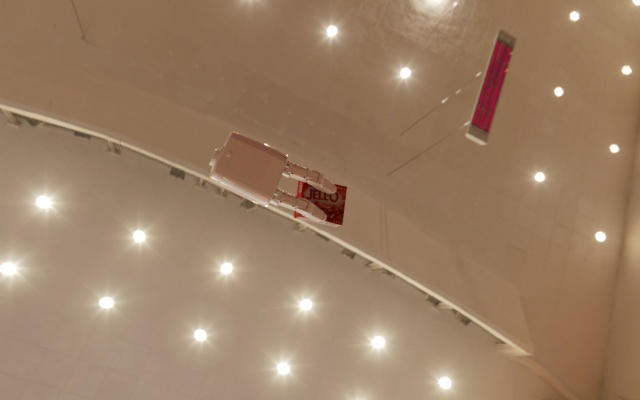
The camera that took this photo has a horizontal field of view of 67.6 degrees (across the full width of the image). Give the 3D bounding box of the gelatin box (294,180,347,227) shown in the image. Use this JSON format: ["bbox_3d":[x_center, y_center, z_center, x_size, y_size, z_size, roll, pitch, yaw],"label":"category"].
[{"bbox_3d":[0.000,0.003,0.855,0.089,0.073,0.030,13,-14,-23],"label":"gelatin box"}]
